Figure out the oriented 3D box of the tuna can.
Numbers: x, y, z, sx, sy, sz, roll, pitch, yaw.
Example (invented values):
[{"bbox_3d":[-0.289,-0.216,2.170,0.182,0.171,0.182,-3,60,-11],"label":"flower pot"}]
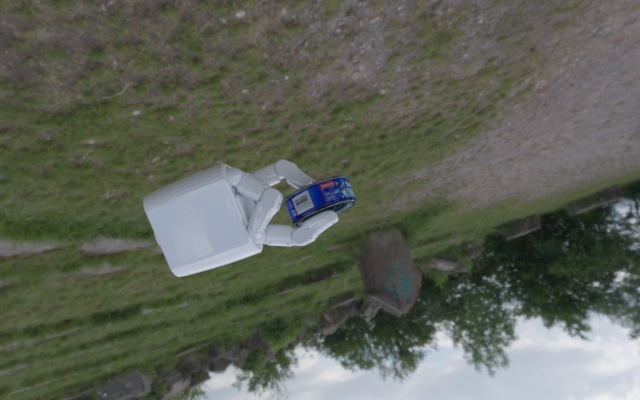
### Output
[{"bbox_3d":[0.000,0.002,0.596,0.086,0.033,0.086,-21,-11,-4],"label":"tuna can"}]
